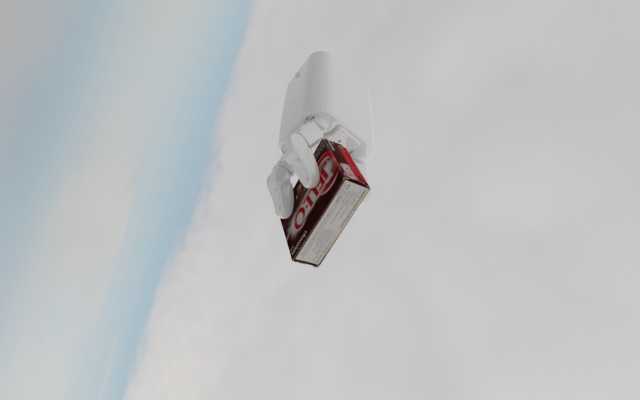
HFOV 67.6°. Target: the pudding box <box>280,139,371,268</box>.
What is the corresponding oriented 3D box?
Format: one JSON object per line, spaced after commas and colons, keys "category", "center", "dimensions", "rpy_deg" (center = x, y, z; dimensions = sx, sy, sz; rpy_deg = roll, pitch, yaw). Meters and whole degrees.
{"category": "pudding box", "center": [0.000, 0.002, 0.521], "dimensions": [0.039, 0.113, 0.090], "rpy_deg": [18, 26, -25]}
